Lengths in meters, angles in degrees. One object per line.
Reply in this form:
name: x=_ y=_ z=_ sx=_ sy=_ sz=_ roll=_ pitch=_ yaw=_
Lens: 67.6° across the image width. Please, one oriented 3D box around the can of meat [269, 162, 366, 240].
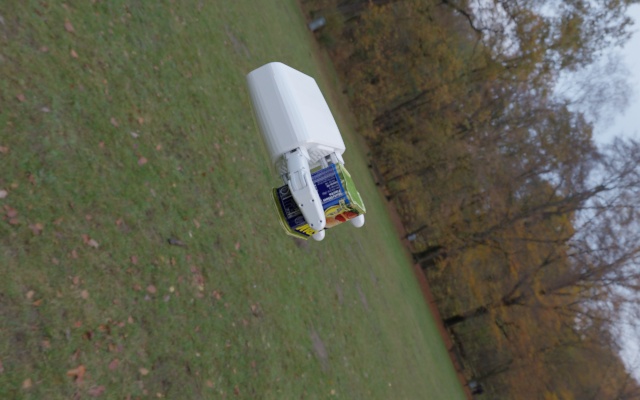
can of meat: x=0.000 y=0.002 z=0.556 sx=0.084 sy=0.057 sz=0.102 roll=-23 pitch=-15 yaw=9
